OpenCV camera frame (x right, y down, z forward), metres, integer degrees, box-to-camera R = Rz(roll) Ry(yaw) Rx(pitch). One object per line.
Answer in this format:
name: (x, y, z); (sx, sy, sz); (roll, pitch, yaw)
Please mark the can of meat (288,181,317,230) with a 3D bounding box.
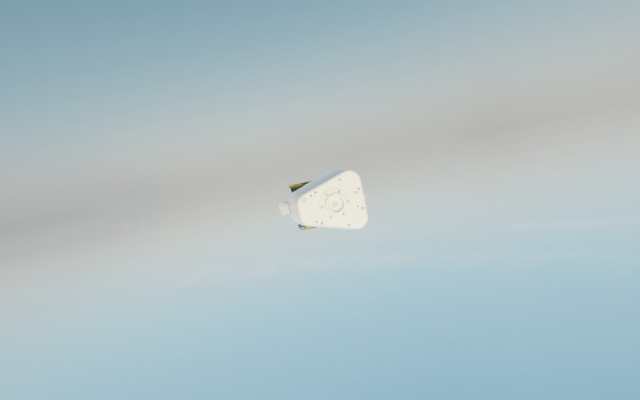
can of meat: (0.000, 0.003, 0.881); (0.102, 0.084, 0.057); (-12, 4, -13)
